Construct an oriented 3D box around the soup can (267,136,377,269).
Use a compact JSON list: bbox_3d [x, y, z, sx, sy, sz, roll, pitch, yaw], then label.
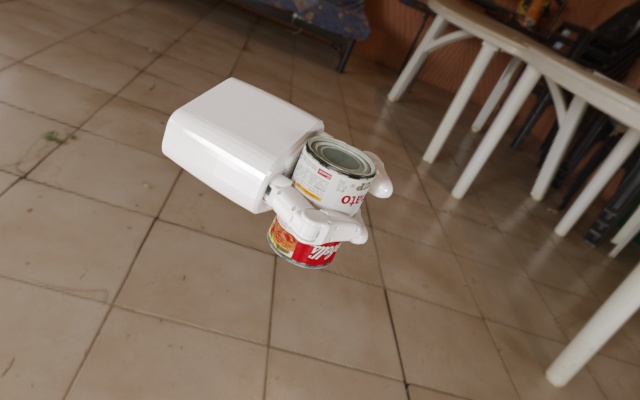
[{"bbox_3d":[0.001,0.001,0.433,0.068,0.102,0.068,19,27,-11],"label":"soup can"}]
